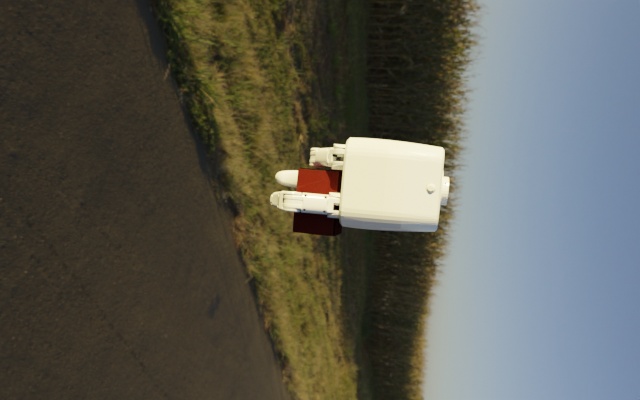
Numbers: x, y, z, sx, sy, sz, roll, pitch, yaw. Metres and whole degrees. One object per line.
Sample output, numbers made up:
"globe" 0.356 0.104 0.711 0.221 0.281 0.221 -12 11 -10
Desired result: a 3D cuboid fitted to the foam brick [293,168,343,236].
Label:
"foam brick" 0.000 0.002 0.570 0.051 0.078 0.053 6 1 10
